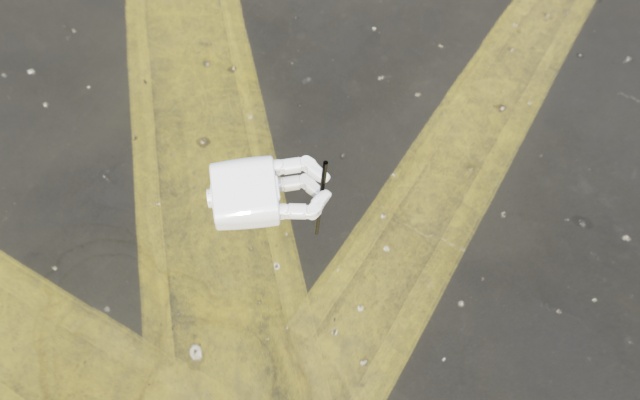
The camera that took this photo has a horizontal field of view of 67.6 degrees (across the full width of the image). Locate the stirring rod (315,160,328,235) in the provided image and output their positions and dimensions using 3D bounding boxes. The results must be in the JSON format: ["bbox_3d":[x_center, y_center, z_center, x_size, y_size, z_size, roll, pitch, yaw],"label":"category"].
[{"bbox_3d":[0.000,0.003,0.847,0.011,0.011,0.240,0,-31,-4],"label":"stirring rod"}]
